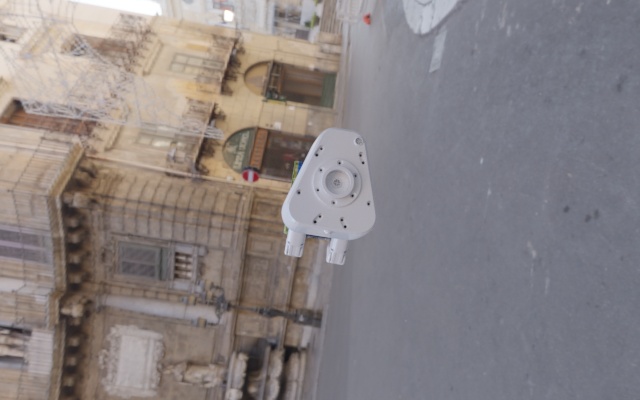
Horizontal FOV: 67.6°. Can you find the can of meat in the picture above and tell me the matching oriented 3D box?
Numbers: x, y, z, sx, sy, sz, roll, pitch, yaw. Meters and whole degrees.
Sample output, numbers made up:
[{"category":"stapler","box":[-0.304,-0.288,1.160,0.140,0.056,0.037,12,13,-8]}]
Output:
[{"category":"can of meat","box":[0.000,0.002,0.627,0.084,0.102,0.057,9,-2,-4]}]
